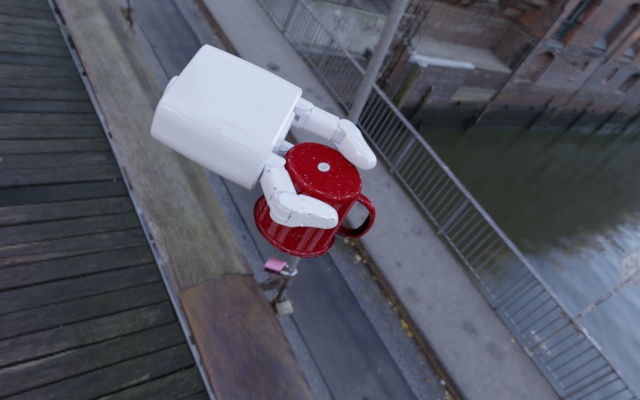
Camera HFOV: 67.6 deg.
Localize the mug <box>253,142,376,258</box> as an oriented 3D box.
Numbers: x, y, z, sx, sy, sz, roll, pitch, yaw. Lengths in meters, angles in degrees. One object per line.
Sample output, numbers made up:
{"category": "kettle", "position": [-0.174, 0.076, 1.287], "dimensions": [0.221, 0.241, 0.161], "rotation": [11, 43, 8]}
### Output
{"category": "mug", "position": [0.001, 0.002, 0.479], "dimensions": [0.117, 0.081, 0.093], "rotation": [25, 39, -7]}
